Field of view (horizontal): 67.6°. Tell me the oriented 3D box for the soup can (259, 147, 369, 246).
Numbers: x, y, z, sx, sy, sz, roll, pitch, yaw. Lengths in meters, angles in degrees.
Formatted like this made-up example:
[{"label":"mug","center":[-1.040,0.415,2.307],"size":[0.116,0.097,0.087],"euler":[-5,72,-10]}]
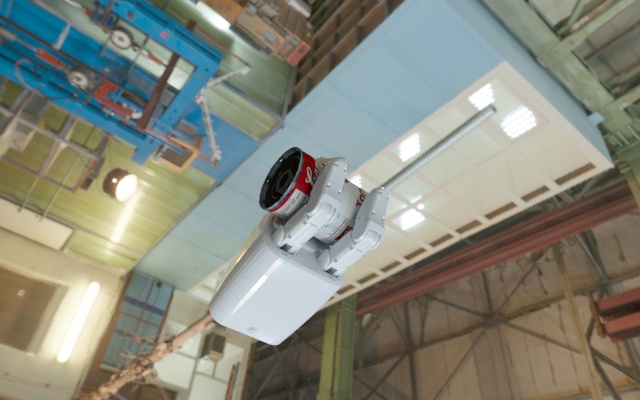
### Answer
[{"label":"soup can","center":[0.001,0.001,0.474],"size":[0.102,0.068,0.068],"euler":[31,-15,-26]}]
